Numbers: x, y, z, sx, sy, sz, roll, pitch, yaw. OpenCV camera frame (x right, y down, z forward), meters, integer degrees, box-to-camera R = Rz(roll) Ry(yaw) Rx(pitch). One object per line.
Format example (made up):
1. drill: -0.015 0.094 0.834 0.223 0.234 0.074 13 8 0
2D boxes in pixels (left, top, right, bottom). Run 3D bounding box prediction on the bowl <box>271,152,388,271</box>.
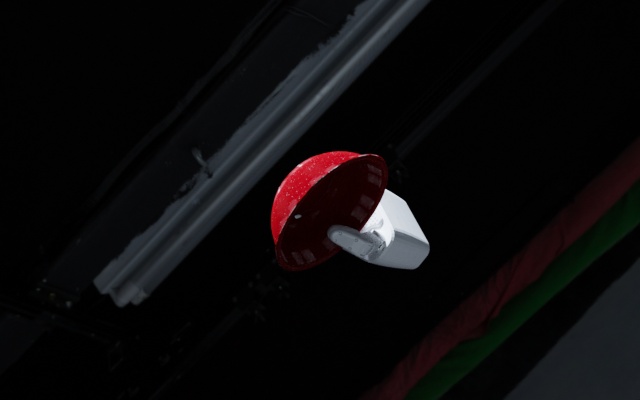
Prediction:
1. bowl: -0.001 0.001 0.535 0.055 0.162 0.162 43 24 28
